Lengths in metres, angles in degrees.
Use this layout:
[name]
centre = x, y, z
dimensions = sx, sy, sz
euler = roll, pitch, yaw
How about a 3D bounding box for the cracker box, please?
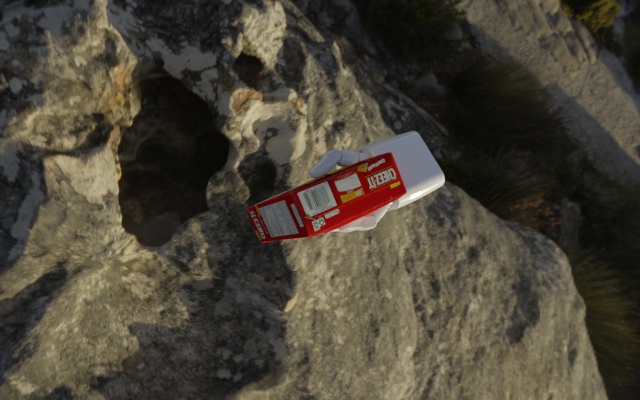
[cracker box]
centre = 0.000, 0.002, 0.719
dimensions = 0.164, 0.072, 0.214
euler = -23, 3, -25
